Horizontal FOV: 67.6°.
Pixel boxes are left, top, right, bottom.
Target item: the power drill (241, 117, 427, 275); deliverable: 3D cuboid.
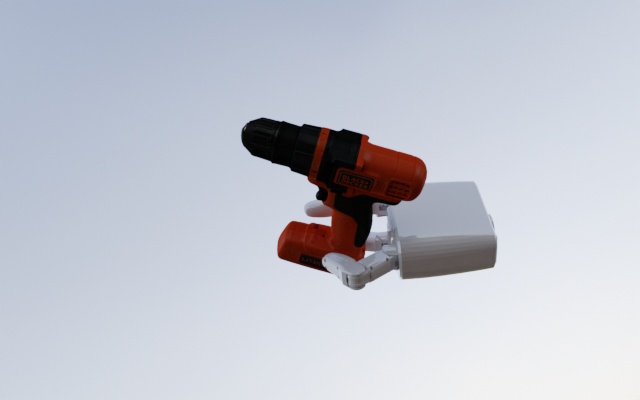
[{"bbox_3d":[0.000,0.002,0.516,0.184,0.057,0.188,17,-40,1],"label":"power drill"}]
